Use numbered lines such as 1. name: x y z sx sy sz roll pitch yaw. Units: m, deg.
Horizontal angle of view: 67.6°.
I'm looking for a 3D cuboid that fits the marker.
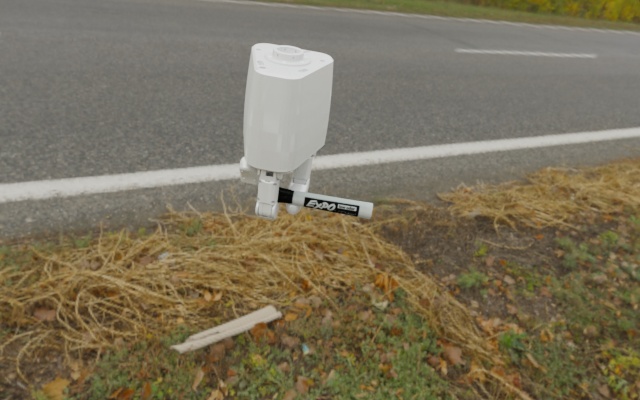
1. marker: 0.000 0.002 0.556 0.121 0.020 0.020 10 0 1
